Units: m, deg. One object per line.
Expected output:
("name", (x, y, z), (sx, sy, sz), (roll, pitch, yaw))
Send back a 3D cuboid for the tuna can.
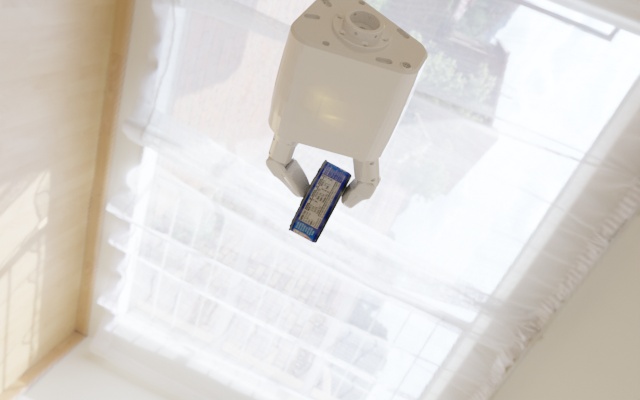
("tuna can", (0.001, 0.002, 0.510), (0.034, 0.086, 0.086), (28, 1, 1))
